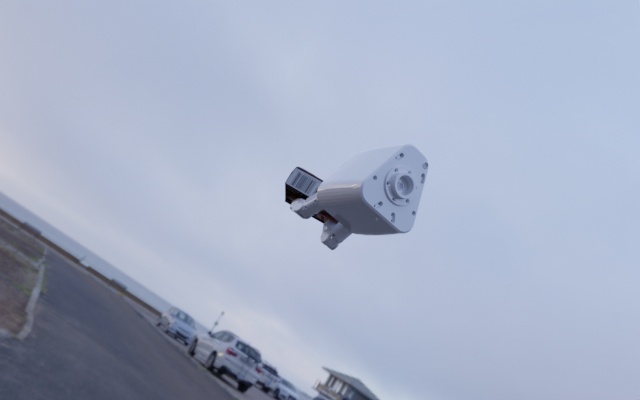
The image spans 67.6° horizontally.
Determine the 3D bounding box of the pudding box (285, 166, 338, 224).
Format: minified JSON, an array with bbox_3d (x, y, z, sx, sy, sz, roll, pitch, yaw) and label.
[{"bbox_3d":[0.000,0.002,0.739,0.113,0.039,0.090,32,-18,6],"label":"pudding box"}]
